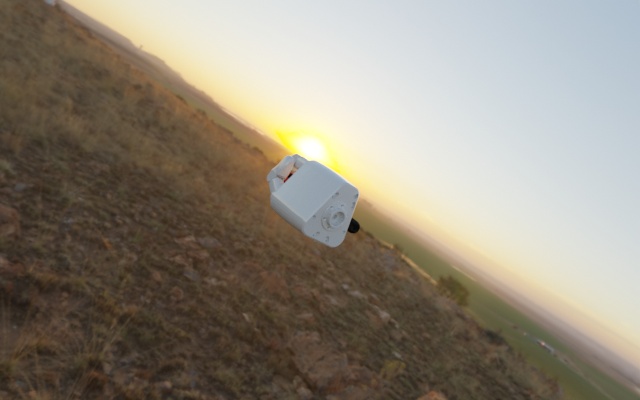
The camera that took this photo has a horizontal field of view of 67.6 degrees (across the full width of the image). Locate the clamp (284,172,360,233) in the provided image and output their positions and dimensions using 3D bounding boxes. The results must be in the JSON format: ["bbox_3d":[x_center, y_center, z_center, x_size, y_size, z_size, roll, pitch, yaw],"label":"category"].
[{"bbox_3d":[0.000,0.002,0.887,0.171,0.039,0.120,29,5,-40],"label":"clamp"}]
